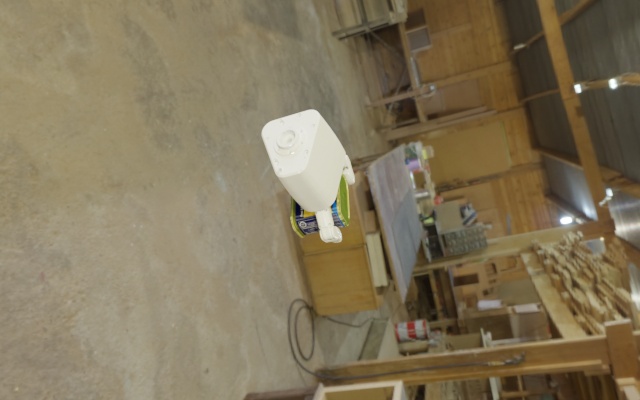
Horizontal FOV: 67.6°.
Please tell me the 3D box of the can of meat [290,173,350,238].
[{"bbox_3d":[0.000,0.003,0.786,0.084,0.102,0.057,-13,-34,17],"label":"can of meat"}]
